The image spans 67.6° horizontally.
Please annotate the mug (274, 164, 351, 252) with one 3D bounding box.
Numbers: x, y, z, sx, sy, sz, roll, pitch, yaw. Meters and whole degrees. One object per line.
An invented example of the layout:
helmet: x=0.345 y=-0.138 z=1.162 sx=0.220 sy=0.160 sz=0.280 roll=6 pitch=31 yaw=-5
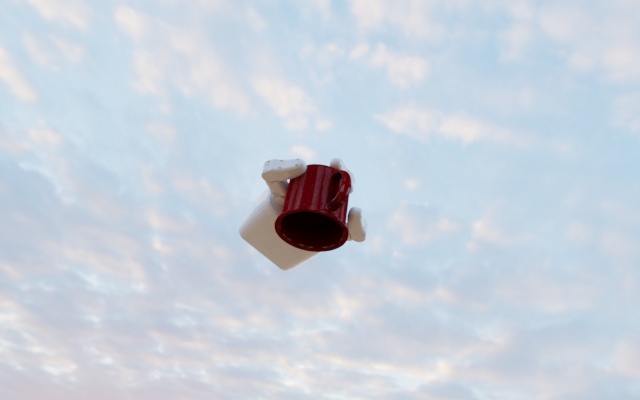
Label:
mug: x=0.001 y=0.001 z=0.605 sx=0.093 sy=0.081 sz=0.117 roll=26 pitch=-40 yaw=-19
